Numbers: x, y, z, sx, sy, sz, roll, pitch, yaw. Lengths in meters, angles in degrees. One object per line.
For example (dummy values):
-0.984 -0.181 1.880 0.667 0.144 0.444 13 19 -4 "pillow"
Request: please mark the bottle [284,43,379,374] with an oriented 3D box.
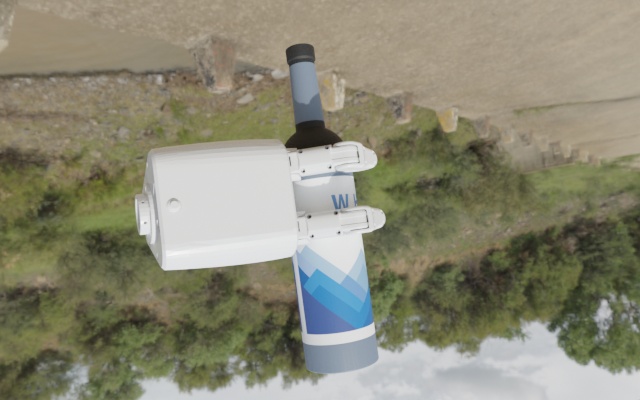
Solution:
0.000 0.002 0.443 0.069 0.295 0.069 -8 -4 -1 "bottle"
